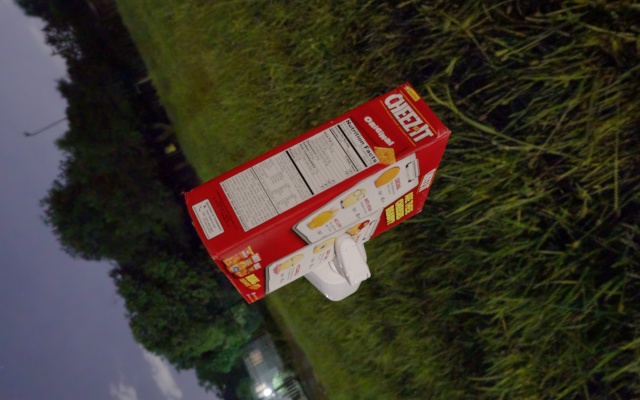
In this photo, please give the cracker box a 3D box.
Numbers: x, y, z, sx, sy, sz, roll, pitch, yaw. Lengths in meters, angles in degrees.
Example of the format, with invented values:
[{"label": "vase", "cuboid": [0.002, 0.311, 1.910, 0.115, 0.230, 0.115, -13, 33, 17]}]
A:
[{"label": "cracker box", "cuboid": [0.000, 0.002, 0.448, 0.213, 0.072, 0.164, -28, -22, -10]}]
